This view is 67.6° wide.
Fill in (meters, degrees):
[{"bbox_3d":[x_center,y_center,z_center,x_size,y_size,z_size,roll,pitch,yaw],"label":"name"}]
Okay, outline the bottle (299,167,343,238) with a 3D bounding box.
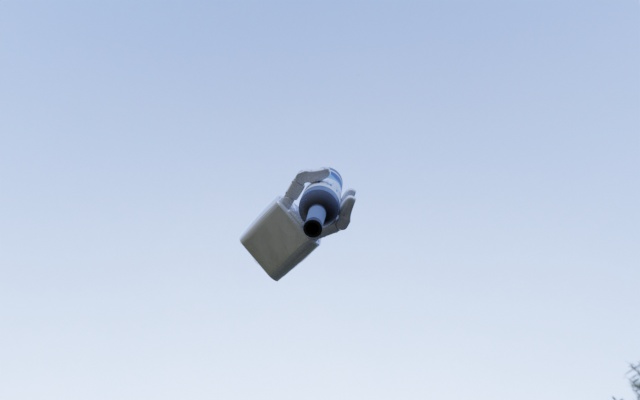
[{"bbox_3d":[0.000,0.003,0.811,0.069,0.069,0.295,0,15,5],"label":"bottle"}]
